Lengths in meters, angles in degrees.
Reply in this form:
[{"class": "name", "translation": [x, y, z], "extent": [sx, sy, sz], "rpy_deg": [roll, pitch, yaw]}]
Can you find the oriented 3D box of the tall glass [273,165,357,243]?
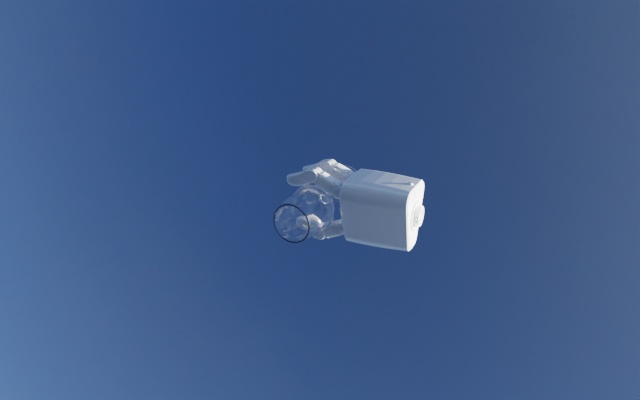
[{"class": "tall glass", "translation": [0.000, 0.002, 0.787], "extent": [0.079, 0.079, 0.201], "rpy_deg": [0, 19, 28]}]
